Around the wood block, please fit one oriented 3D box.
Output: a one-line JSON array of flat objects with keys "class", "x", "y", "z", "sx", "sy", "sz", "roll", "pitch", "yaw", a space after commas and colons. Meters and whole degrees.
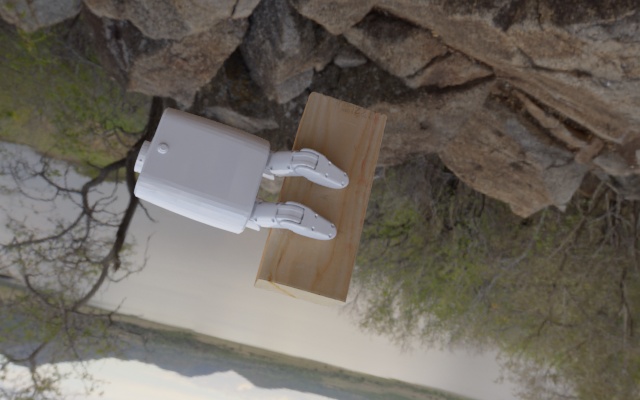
[{"class": "wood block", "x": 0.000, "y": 0.002, "z": 0.523, "sx": 0.090, "sy": 0.206, "sz": 0.091, "roll": 16, "pitch": -17, "yaw": -6}]
